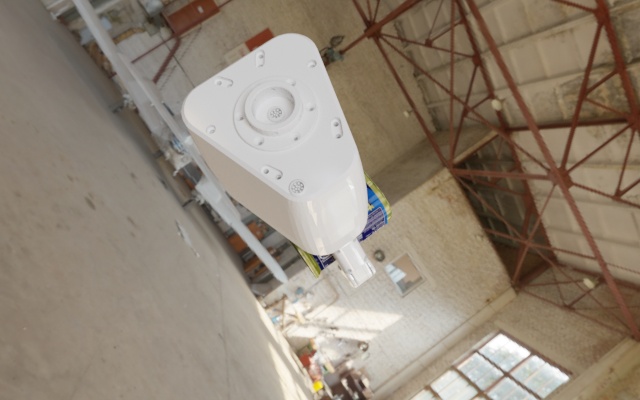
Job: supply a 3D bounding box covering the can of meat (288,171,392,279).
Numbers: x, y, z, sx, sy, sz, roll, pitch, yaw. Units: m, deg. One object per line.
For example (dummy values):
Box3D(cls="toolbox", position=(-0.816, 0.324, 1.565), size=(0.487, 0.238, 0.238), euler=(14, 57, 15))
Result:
Box3D(cls="can of meat", position=(0.000, 0.001, 0.418), size=(0.084, 0.102, 0.057), euler=(-35, -23, -7))
